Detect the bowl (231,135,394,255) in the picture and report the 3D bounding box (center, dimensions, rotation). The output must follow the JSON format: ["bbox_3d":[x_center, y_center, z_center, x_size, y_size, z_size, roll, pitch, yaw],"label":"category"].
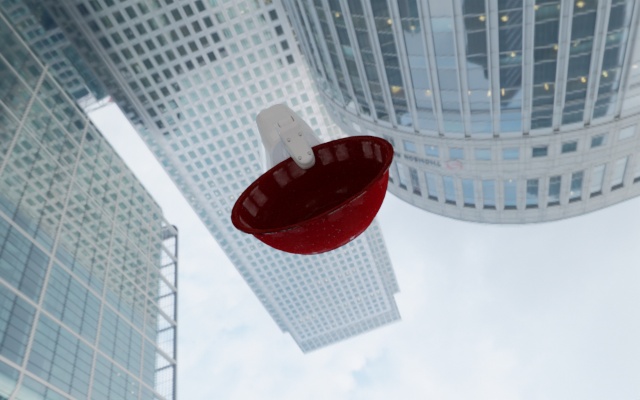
[{"bbox_3d":[0.000,0.002,0.448,0.162,0.055,0.162,-21,25,10],"label":"bowl"}]
